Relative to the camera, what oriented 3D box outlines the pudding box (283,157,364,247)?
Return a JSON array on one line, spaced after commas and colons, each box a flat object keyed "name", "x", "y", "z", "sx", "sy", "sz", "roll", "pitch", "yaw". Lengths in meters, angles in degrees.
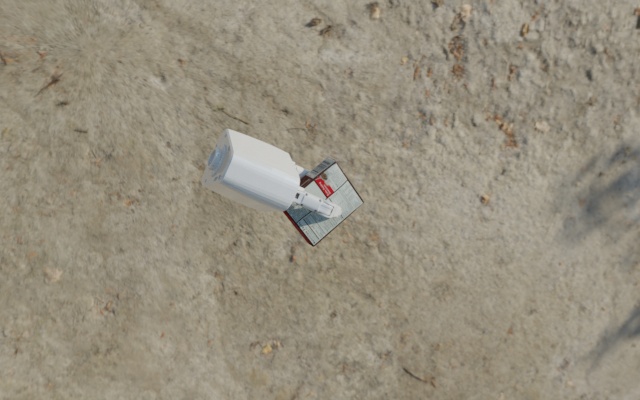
[{"name": "pudding box", "x": 0.000, "y": 0.002, "z": 0.746, "sx": 0.113, "sy": 0.090, "sz": 0.039, "roll": -39, "pitch": 25, "yaw": -8}]
